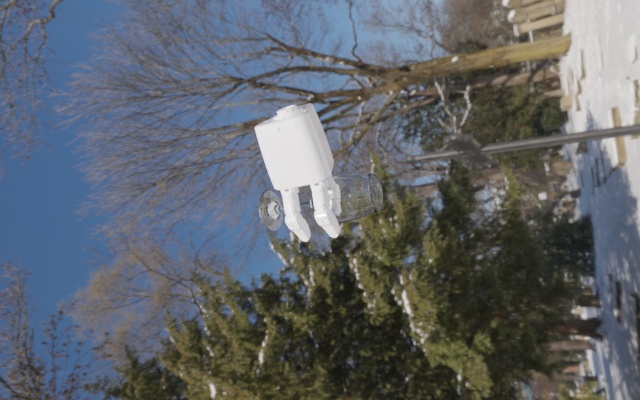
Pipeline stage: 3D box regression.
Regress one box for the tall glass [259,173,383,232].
[{"bbox_3d":[0.000,0.003,0.795,0.201,0.079,0.079,-10,-4,27],"label":"tall glass"}]
